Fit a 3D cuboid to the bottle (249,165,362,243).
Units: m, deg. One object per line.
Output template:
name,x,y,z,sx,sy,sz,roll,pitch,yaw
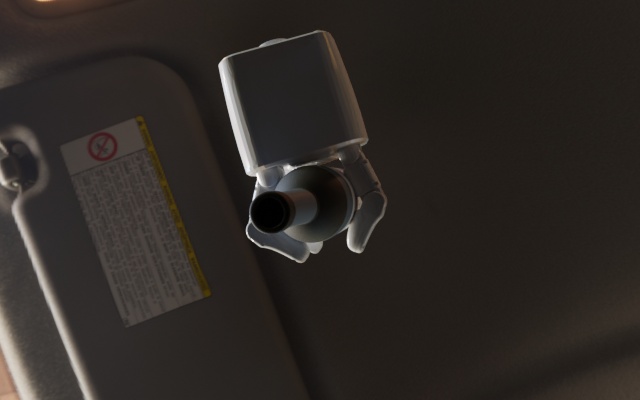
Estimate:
bottle,0.000,0.002,0.443,0.069,0.069,0.295,0,2,13
